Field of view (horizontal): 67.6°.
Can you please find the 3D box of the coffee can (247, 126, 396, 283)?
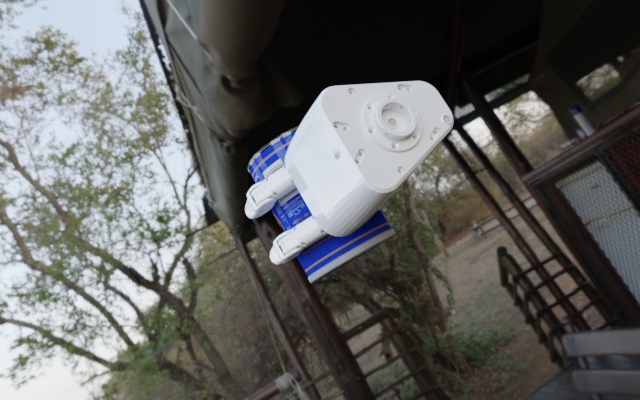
[{"bbox_3d":[0.000,0.002,0.509,0.103,0.140,0.103,-29,-10,-5],"label":"coffee can"}]
